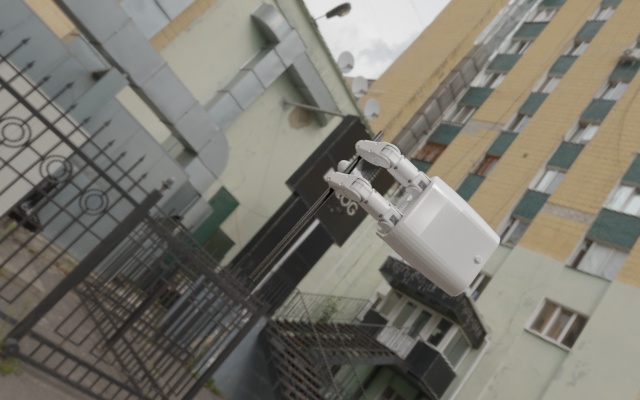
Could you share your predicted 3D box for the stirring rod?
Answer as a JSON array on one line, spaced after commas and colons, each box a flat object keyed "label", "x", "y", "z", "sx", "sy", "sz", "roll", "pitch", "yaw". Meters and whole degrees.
[{"label": "stirring rod", "x": 0.000, "y": 0.002, "z": 0.563, "sx": 0.011, "sy": 0.239, "sz": 0.011, "roll": 38, "pitch": -16, "yaw": 13}]
